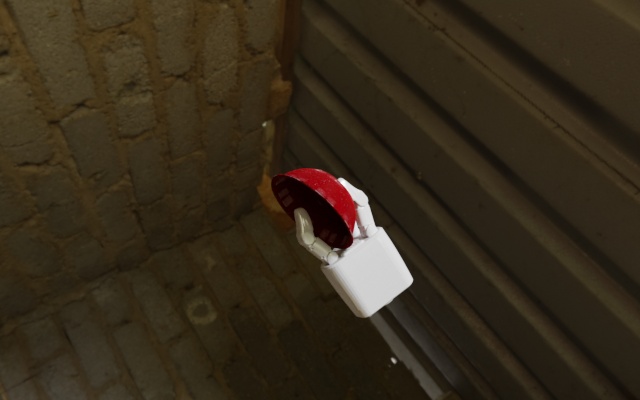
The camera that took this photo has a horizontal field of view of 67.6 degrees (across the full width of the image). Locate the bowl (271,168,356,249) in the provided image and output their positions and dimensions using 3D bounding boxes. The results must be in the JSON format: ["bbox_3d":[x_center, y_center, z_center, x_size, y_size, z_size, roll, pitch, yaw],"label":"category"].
[{"bbox_3d":[0.000,0.001,0.751,0.055,0.162,0.162,-49,24,-23],"label":"bowl"}]
